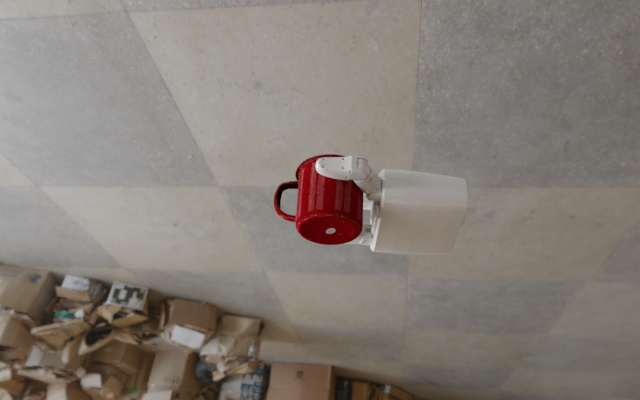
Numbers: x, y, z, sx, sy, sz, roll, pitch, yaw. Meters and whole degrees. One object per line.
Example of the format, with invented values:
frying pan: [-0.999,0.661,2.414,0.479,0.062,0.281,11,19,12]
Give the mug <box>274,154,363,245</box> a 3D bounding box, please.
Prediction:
mug: [-0.001,0.002,0.592,0.117,0.081,0.093,3,-32,1]
